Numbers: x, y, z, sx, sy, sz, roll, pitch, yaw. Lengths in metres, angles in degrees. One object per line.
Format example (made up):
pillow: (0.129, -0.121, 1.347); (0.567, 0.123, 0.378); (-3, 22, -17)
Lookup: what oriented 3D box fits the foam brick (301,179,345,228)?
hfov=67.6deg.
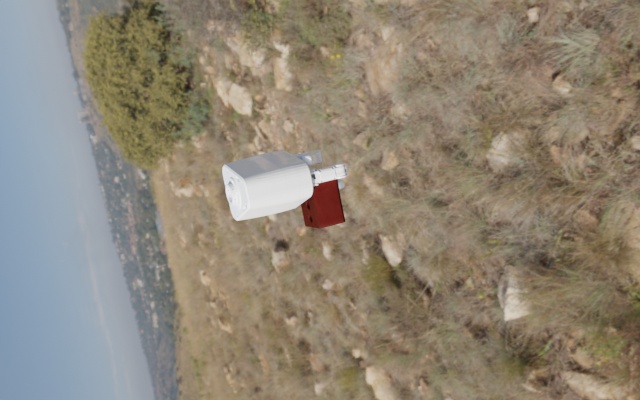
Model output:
foam brick: (0.000, 0.003, 0.785); (0.051, 0.078, 0.053); (-16, 9, -28)
